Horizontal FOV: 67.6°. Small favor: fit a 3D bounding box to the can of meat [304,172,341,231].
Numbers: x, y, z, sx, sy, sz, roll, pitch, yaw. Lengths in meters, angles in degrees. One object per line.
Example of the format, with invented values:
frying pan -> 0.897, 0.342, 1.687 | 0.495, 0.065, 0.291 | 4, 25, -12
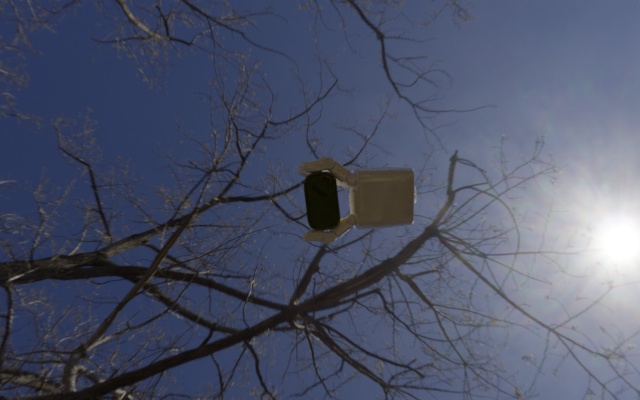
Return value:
can of meat -> 0.000, 0.003, 0.871 | 0.057, 0.102, 0.084 | -6, -2, -4
